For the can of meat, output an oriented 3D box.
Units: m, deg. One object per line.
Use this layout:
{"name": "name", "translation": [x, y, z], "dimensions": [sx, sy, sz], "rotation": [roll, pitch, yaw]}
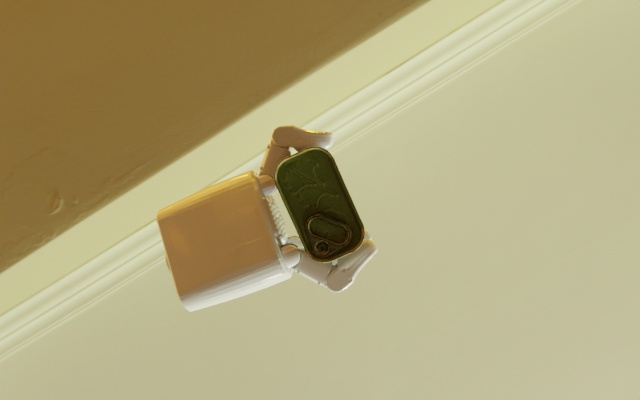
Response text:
{"name": "can of meat", "translation": [0.000, 0.001, 0.465], "dimensions": [0.057, 0.102, 0.084], "rotation": [-24, 3, 3]}
